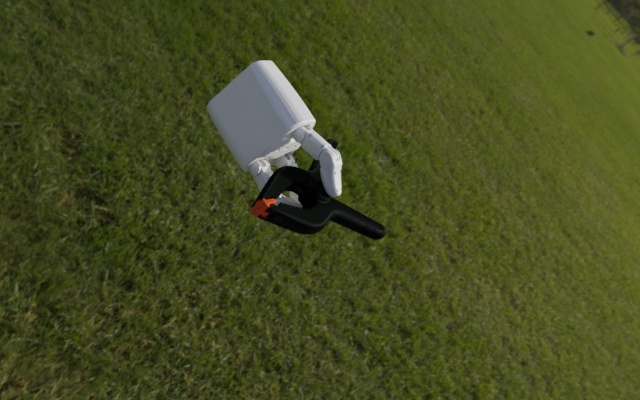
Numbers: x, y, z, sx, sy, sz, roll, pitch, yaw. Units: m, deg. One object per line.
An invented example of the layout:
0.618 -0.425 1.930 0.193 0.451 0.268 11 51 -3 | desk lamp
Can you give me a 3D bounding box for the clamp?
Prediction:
0.000 0.002 0.623 0.036 0.164 0.210 -39 -10 37 | clamp
